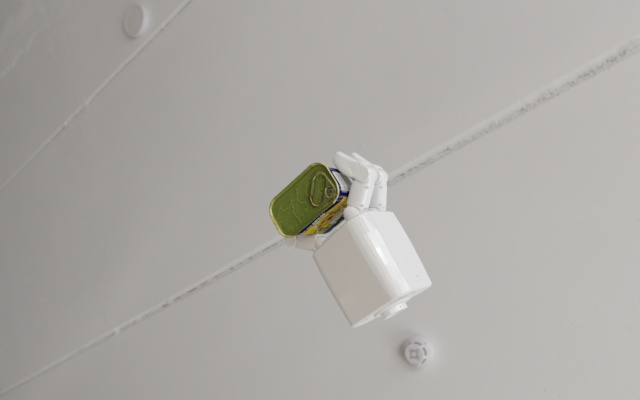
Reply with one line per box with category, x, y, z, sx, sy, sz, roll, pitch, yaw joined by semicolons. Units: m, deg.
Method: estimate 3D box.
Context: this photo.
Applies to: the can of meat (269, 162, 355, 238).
can of meat;0.000;0.002;0.608;0.102;0.057;0.084;-41;-23;25
